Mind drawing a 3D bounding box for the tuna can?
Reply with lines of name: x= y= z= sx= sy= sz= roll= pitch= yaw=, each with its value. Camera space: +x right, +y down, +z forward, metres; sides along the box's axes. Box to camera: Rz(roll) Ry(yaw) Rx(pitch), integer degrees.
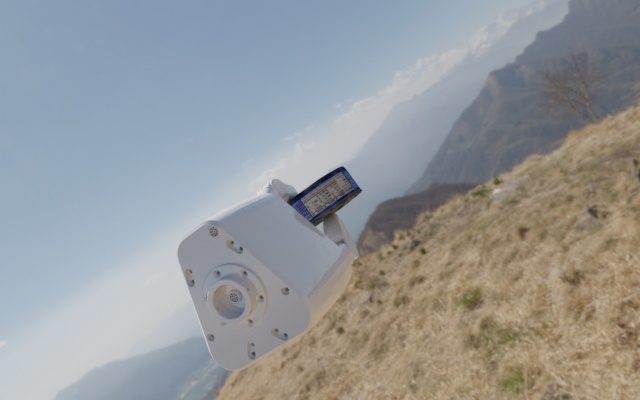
tuna can: x=0.000 y=0.001 z=0.501 sx=0.086 sy=0.034 sz=0.086 roll=-36 pitch=-5 yaw=-3
